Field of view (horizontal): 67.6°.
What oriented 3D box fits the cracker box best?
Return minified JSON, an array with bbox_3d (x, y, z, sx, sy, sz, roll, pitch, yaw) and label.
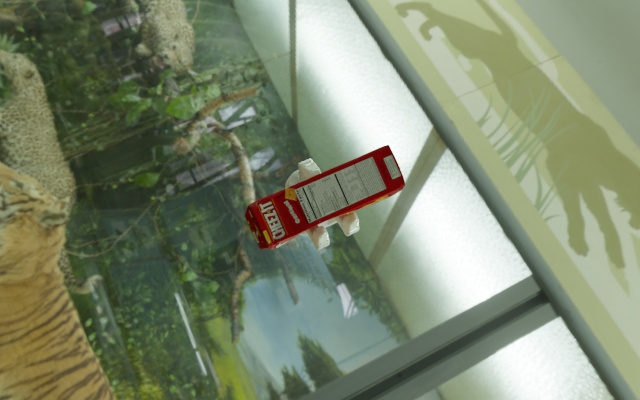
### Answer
[{"bbox_3d":[0.000,0.002,0.712,0.213,0.072,0.164,-24,-2,-12],"label":"cracker box"}]
